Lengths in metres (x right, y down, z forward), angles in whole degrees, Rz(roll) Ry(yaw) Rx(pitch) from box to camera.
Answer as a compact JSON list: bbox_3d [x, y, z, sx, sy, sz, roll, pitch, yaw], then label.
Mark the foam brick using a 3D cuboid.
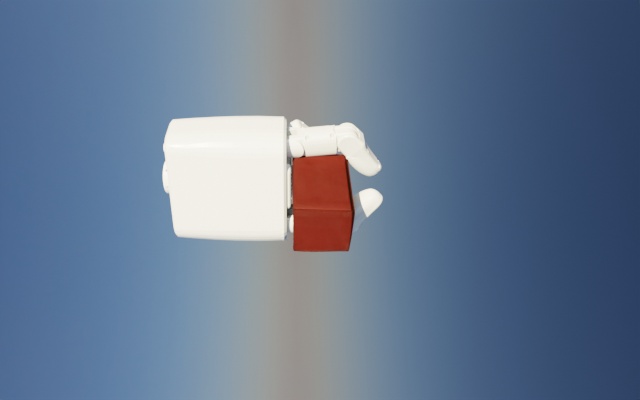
[{"bbox_3d":[0.000,0.002,0.430,0.051,0.053,0.078,0,42,-4],"label":"foam brick"}]
